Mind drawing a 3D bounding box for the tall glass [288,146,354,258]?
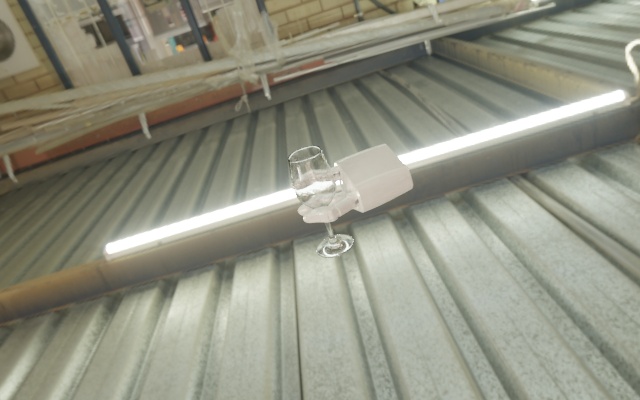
[{"bbox_3d":[0.000,0.004,0.872,0.079,0.201,0.079,-15,27,8],"label":"tall glass"}]
